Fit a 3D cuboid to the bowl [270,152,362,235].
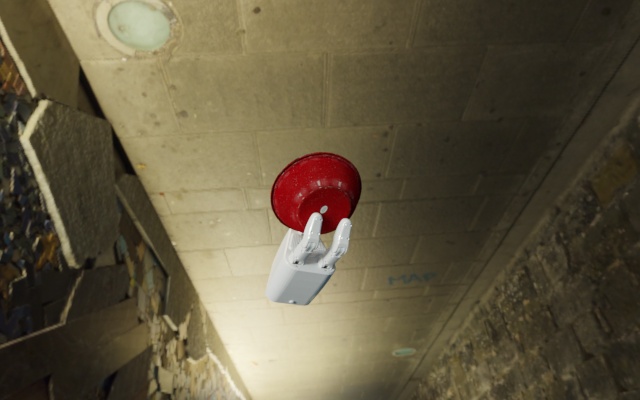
[{"bbox_3d":[0.000,0.002,0.796,0.162,0.162,0.055,0,32,-17],"label":"bowl"}]
